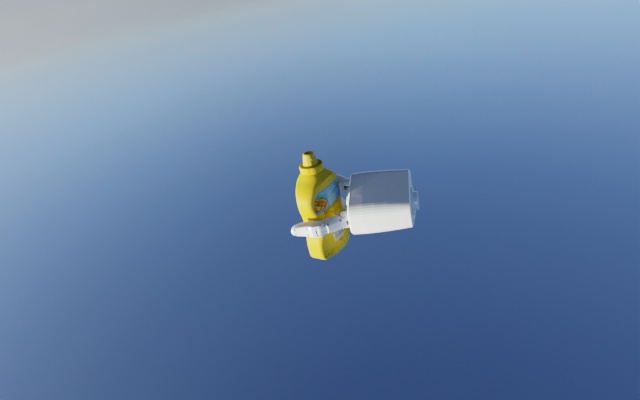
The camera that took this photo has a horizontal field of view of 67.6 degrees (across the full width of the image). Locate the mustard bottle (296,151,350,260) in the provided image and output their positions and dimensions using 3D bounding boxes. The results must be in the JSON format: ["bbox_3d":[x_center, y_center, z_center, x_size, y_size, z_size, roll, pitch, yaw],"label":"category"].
[{"bbox_3d":[0.000,0.003,0.847,0.058,0.192,0.096,8,34,36],"label":"mustard bottle"}]
